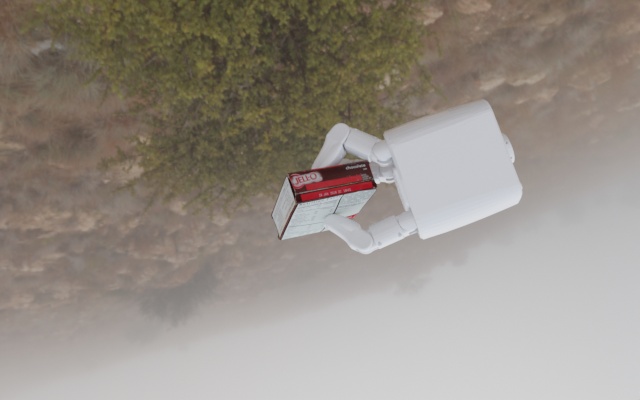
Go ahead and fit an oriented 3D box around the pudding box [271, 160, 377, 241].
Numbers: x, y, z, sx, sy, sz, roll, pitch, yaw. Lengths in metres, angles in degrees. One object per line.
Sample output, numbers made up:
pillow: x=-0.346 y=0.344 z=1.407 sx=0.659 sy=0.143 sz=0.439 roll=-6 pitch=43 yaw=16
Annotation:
pudding box: x=0.000 y=0.002 z=0.519 sx=0.090 sy=0.039 sz=0.113 roll=-10 pitch=-22 yaw=-19
